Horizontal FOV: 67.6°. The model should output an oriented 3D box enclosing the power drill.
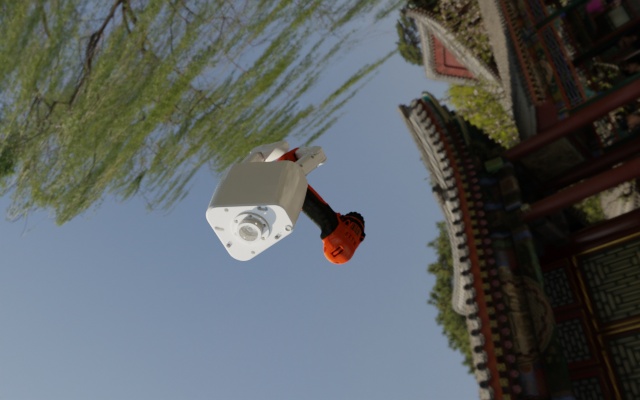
[{"bbox_3d":[0.000,0.002,0.766,0.057,0.187,0.184,-41,2,15],"label":"power drill"}]
